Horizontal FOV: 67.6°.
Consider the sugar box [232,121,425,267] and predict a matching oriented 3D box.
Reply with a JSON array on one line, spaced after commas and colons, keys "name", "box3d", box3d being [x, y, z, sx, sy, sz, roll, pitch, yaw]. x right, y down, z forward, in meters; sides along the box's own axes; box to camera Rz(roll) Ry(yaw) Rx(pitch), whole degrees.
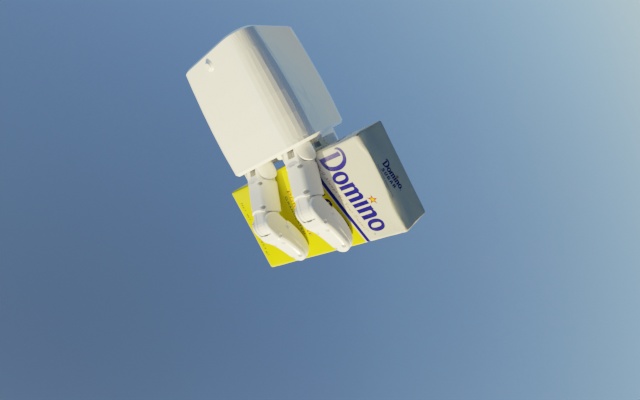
[{"name": "sugar box", "box3d": [0.000, 0.002, 0.454, 0.176, 0.093, 0.048, -21, 11, 44]}]
